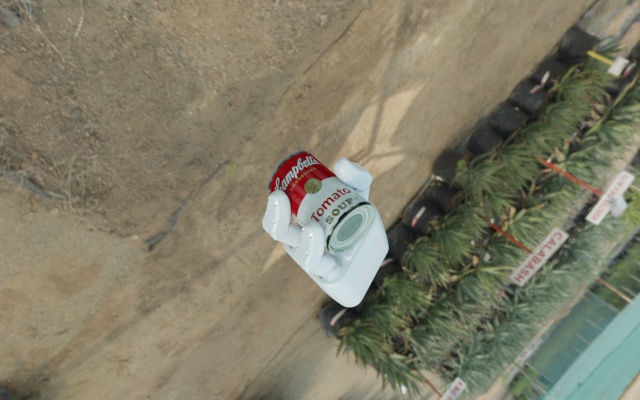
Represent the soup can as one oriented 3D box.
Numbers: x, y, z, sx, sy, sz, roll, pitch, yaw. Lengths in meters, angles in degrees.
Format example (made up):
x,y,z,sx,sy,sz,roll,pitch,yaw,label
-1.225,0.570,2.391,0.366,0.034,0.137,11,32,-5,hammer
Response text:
x,y,z,sx,sy,sz,roll,pitch,yaw,label
0.000,0.002,0.514,0.102,0.068,0.068,42,24,30,soup can
